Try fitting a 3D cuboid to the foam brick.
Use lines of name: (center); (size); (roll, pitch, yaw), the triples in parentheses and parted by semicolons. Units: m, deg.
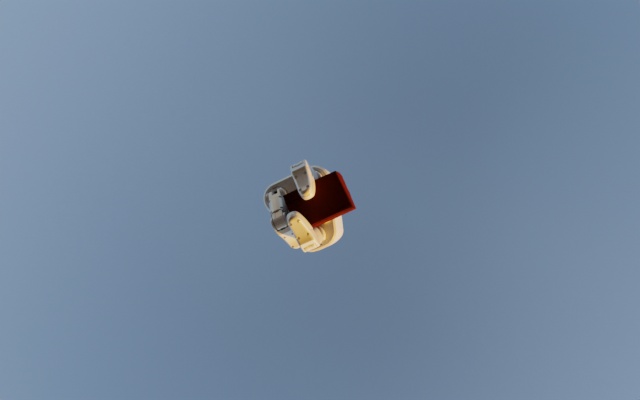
foam brick: (0.000, 0.002, 0.617); (0.078, 0.053, 0.051); (-24, -6, 9)
